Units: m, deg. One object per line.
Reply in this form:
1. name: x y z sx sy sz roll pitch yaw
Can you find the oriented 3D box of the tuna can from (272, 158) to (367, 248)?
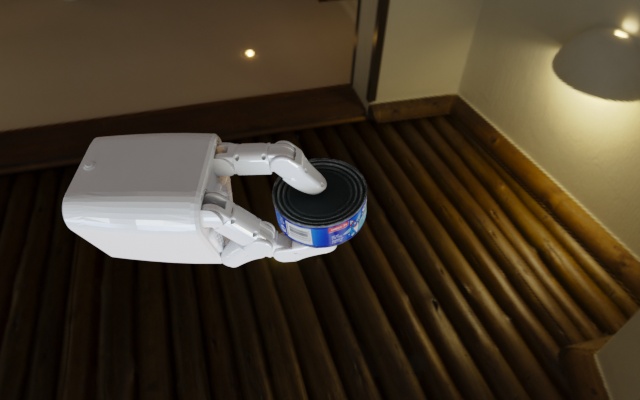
1. tuna can: 0.000 0.002 0.440 0.086 0.086 0.034 0 -43 5
